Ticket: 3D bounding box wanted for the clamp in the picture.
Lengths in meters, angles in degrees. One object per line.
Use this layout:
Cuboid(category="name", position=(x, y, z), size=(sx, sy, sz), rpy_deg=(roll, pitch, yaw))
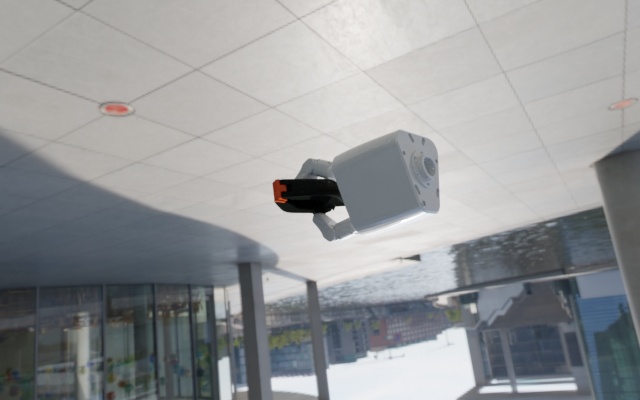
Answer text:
Cuboid(category="clamp", position=(0.000, 0.003, 0.708), size=(0.210, 0.036, 0.164), rpy_deg=(7, -22, -44))
